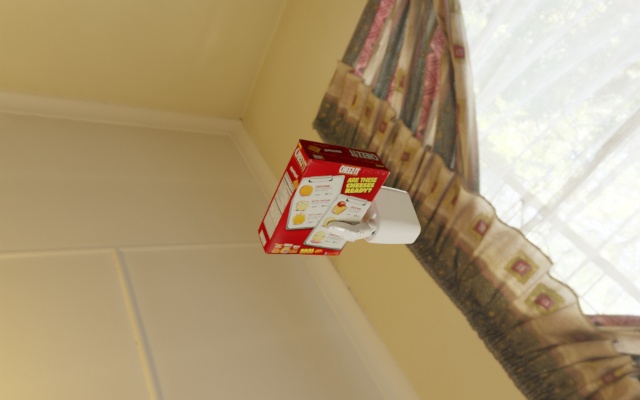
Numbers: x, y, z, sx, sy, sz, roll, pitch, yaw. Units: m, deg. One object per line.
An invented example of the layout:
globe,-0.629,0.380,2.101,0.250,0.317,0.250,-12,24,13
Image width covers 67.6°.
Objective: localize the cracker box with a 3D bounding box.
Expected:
cracker box,0.000,0.003,0.863,0.164,0.214,0.072,6,37,-32
